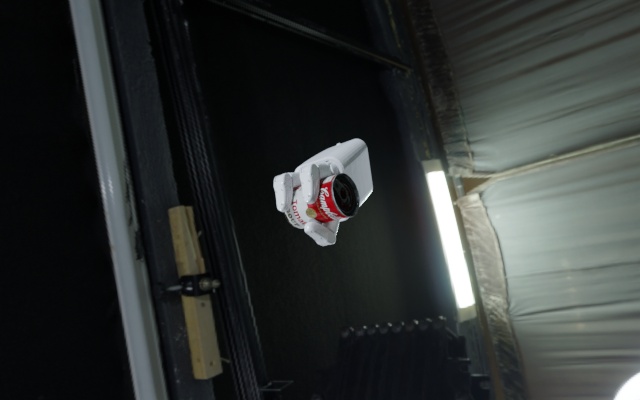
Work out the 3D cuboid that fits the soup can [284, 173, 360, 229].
[{"bbox_3d":[0.000,0.003,0.742,0.102,0.068,0.068,-16,-10,37],"label":"soup can"}]
